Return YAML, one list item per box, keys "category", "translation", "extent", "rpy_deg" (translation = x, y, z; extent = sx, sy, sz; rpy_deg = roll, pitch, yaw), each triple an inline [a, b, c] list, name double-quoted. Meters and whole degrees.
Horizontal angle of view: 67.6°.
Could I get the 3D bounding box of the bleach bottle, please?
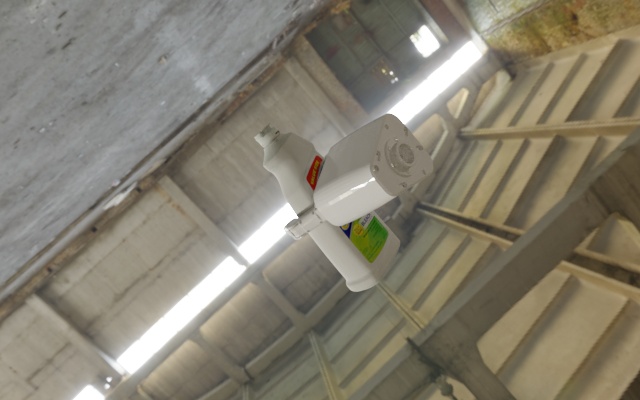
- category: "bleach bottle"
  translation: [0.000, 0.002, 0.656]
  extent: [0.068, 0.251, 0.102]
  rpy_deg: [-29, 17, 48]
